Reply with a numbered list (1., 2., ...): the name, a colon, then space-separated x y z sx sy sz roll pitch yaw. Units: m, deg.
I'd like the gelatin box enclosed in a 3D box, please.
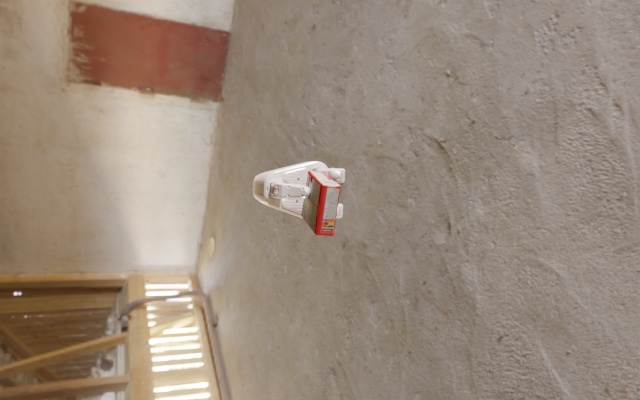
1. gelatin box: 0.000 0.002 0.689 0.030 0.073 0.089 4 15 -17
